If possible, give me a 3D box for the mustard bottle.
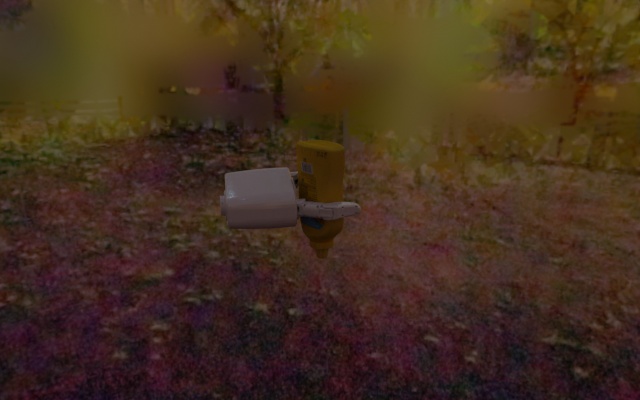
[{"bbox_3d":[0.000,0.002,0.771,0.058,0.192,0.096,-12,20,-34],"label":"mustard bottle"}]
